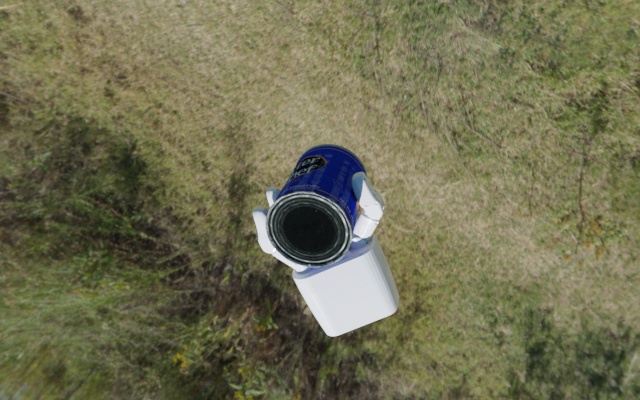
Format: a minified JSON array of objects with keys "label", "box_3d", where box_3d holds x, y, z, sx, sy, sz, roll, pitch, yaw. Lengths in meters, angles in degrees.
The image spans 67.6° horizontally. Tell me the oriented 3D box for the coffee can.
[{"label":"coffee can","box_3d":[0.000,0.002,0.602,0.103,0.103,0.140,0,28,14]}]
